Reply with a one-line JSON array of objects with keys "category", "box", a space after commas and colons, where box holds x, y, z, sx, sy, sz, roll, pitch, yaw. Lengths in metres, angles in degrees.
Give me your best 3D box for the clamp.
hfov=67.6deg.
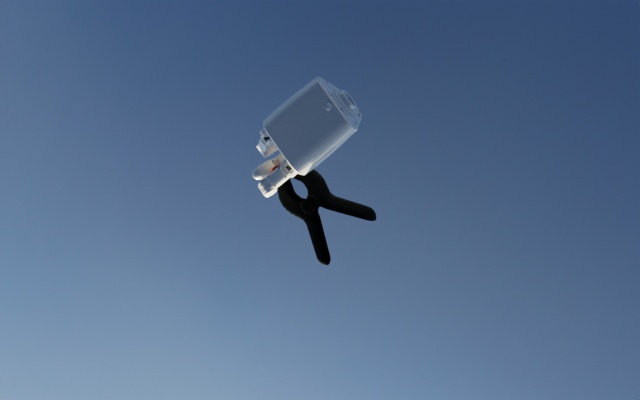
[{"category": "clamp", "box": [0.000, 0.002, 0.726, 0.120, 0.171, 0.039, -37, 0, 18]}]
